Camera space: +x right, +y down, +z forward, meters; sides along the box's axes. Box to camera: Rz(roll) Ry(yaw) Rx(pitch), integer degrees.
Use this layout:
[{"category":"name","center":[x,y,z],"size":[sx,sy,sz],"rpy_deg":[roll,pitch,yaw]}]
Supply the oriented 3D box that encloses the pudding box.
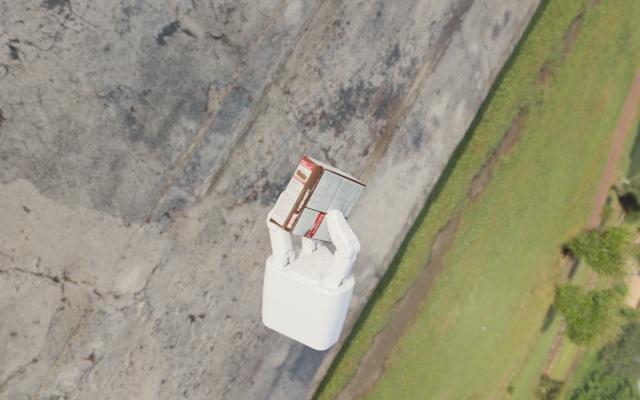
[{"category":"pudding box","center":[0.000,0.002,0.590],"size":[0.039,0.090,0.113],"rpy_deg":[32,7,30]}]
